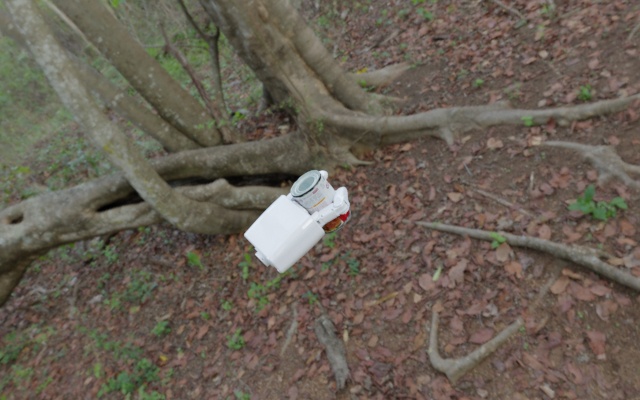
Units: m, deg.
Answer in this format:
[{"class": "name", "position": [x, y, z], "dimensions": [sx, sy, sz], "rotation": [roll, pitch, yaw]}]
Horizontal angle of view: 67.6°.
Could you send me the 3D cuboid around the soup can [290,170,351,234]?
[{"class": "soup can", "position": [0.000, 0.002, 0.879], "dimensions": [0.068, 0.068, 0.102], "rotation": [0, -43, 49]}]
